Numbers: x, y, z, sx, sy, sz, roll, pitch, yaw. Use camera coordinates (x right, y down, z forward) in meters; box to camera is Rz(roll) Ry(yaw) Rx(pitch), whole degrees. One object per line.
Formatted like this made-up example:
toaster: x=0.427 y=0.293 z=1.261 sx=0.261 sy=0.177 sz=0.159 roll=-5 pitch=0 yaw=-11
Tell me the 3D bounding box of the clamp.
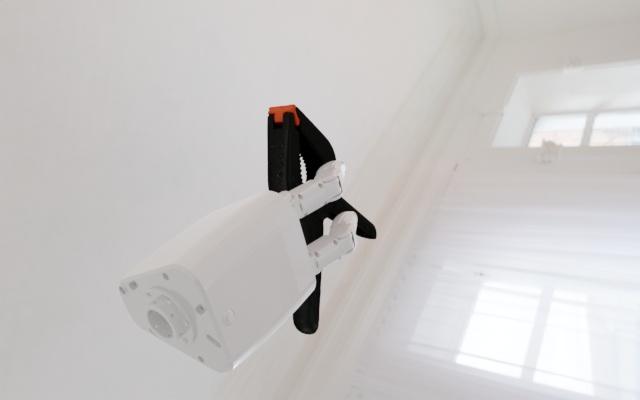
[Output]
clamp: x=-0.001 y=0.001 z=0.475 sx=0.036 sy=0.210 sz=0.164 roll=0 pitch=27 yaw=32
